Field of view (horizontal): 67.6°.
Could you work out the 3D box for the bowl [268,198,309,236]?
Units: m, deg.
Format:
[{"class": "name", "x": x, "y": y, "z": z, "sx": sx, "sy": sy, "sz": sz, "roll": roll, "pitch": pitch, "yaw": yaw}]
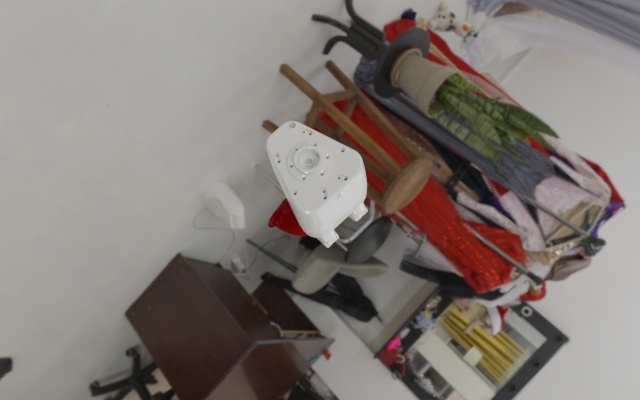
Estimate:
[{"class": "bowl", "x": 0.001, "y": 0.003, "z": 0.706, "sx": 0.162, "sy": 0.055, "sz": 0.162, "roll": -42, "pitch": -7, "yaw": -6}]
